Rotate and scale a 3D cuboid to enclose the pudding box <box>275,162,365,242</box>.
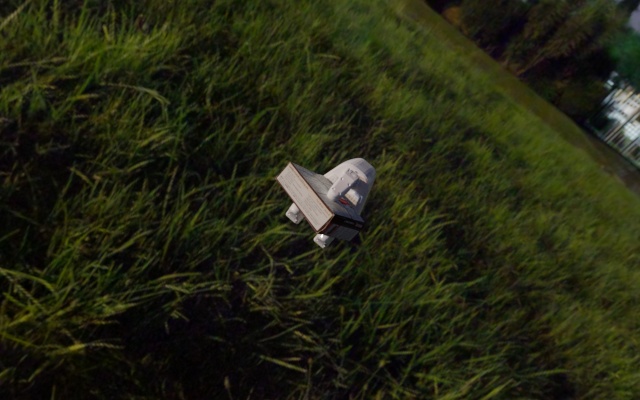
[{"bbox_3d":[0.000,0.002,0.668,0.113,0.039,0.090,49,18,31],"label":"pudding box"}]
